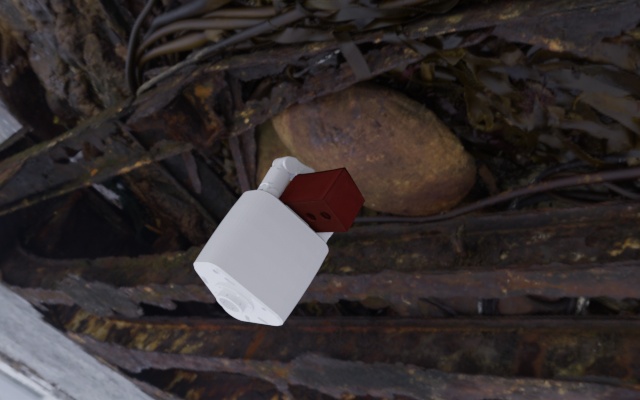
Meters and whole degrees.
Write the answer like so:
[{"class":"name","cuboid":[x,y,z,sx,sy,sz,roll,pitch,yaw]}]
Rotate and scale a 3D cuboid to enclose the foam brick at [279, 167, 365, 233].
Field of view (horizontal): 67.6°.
[{"class":"foam brick","cuboid":[0.000,0.002,0.542,0.078,0.053,0.051,-6,40,43]}]
